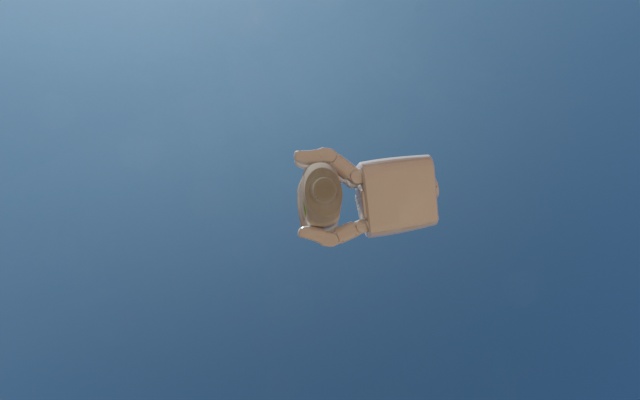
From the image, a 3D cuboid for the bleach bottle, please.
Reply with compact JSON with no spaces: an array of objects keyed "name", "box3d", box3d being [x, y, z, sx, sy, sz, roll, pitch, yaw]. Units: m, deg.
[{"name":"bleach bottle","box3d":[0.000,0.002,0.716,0.068,0.102,0.251,-9,-3,-4]}]
